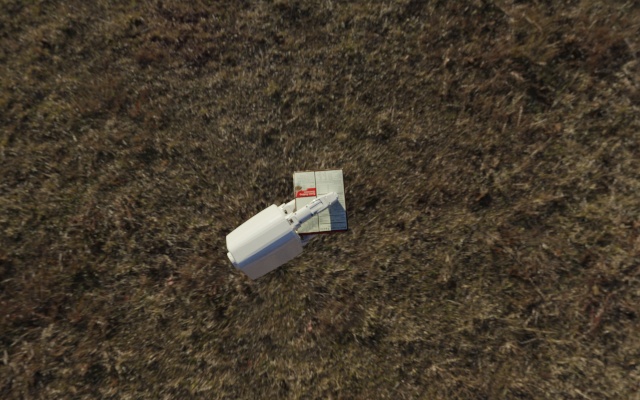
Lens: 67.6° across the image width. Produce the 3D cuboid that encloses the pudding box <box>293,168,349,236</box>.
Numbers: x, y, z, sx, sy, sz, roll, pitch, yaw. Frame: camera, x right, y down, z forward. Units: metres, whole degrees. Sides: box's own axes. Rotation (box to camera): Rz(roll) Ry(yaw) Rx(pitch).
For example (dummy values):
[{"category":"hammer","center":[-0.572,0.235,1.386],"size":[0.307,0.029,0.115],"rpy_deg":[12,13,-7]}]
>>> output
[{"category":"pudding box","center":[0.000,0.003,0.834],"size":[0.090,0.113,0.039],"rpy_deg":[-4,-6,-2]}]
